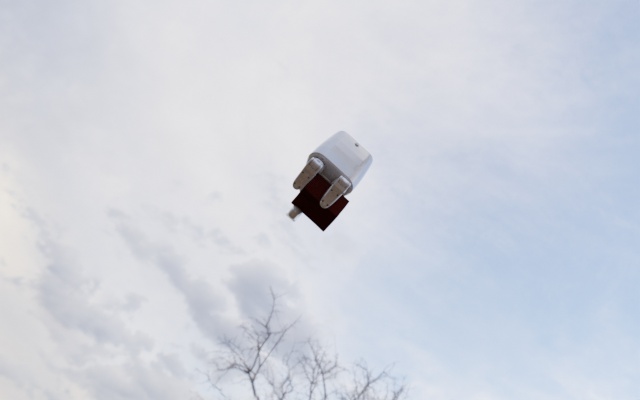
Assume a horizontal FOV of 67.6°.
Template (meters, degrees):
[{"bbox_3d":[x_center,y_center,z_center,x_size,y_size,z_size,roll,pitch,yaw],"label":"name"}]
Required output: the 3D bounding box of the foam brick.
[{"bbox_3d":[0.000,0.003,0.827,0.053,0.078,0.051,-47,1,45],"label":"foam brick"}]
